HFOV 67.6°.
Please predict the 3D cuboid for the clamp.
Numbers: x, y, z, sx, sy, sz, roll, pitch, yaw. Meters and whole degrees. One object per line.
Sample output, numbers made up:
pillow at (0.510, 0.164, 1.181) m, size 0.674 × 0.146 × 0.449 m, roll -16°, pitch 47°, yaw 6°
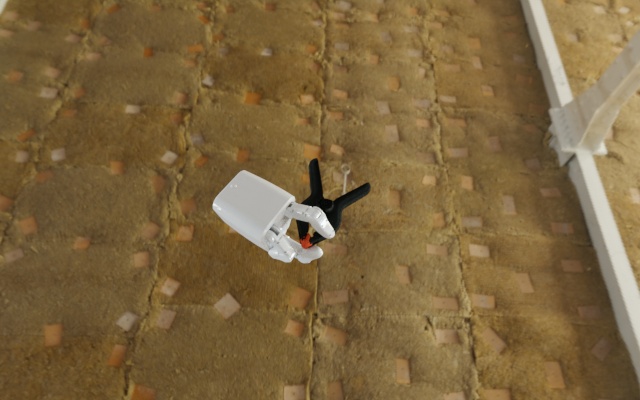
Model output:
clamp at (0.000, 0.003, 0.837) m, size 0.120 × 0.171 × 0.039 m, roll 30°, pitch -31°, yaw 13°
